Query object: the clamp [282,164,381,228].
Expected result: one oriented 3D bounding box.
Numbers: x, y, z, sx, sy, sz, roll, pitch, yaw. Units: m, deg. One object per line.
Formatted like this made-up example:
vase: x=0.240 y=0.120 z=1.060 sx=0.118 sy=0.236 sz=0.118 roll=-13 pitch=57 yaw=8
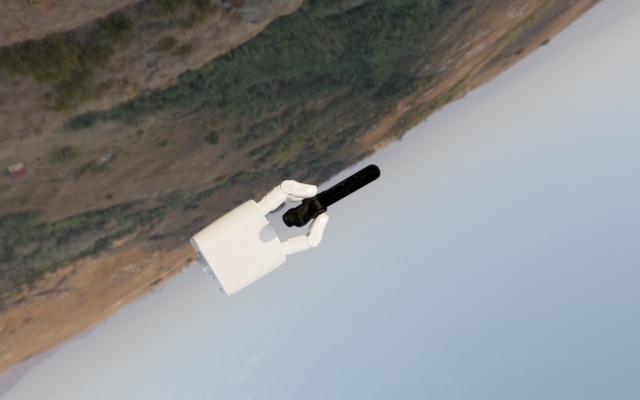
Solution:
clamp: x=0.000 y=0.003 z=0.778 sx=0.164 sy=0.036 sz=0.210 roll=-31 pitch=2 yaw=-19
